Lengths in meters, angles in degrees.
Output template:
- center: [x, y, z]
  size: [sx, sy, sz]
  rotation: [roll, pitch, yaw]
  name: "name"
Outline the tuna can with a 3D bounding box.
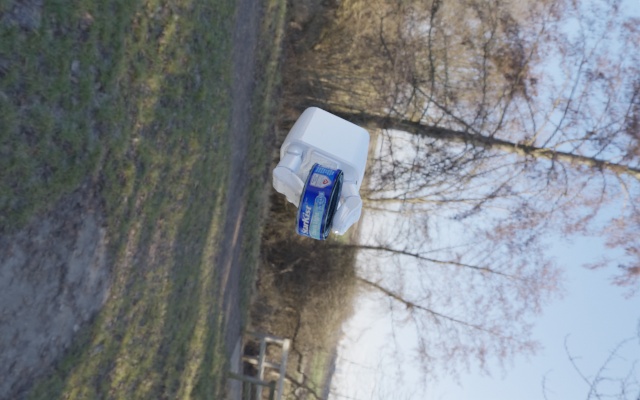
- center: [0.001, 0.002, 0.551]
  size: [0.034, 0.086, 0.086]
  rotation: [15, 2, 8]
  name: "tuna can"
